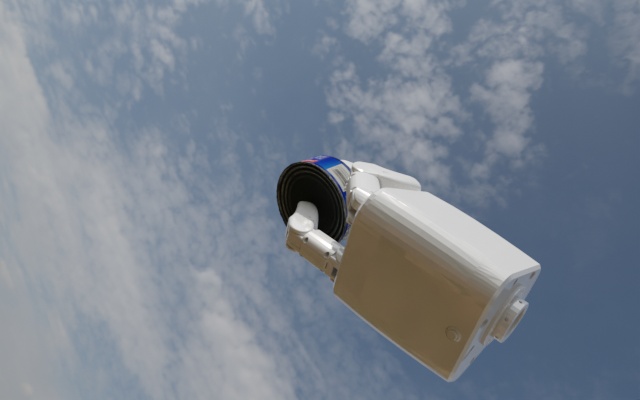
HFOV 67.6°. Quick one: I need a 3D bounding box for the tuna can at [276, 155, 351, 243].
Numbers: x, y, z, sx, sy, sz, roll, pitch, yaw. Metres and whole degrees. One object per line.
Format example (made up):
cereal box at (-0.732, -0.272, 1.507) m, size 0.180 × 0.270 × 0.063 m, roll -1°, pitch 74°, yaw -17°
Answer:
tuna can at (0.000, 0.001, 0.449) m, size 0.086 × 0.086 × 0.033 m, roll 0°, pitch 17°, yaw 44°
